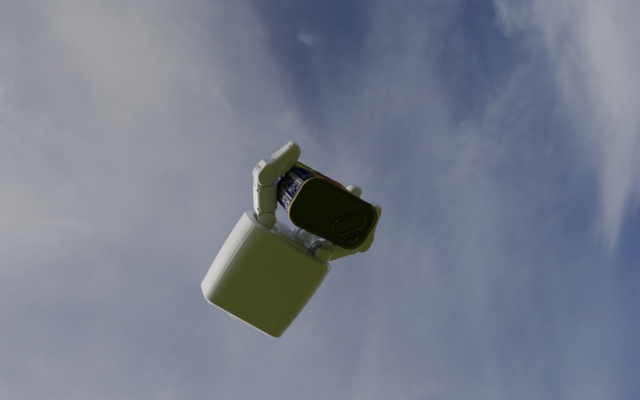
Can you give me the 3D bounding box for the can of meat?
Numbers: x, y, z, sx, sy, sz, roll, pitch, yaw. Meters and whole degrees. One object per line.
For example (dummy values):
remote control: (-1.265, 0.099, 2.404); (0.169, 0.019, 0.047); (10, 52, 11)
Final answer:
can of meat: (0.000, 0.002, 0.538); (0.102, 0.057, 0.084); (27, 8, -29)
